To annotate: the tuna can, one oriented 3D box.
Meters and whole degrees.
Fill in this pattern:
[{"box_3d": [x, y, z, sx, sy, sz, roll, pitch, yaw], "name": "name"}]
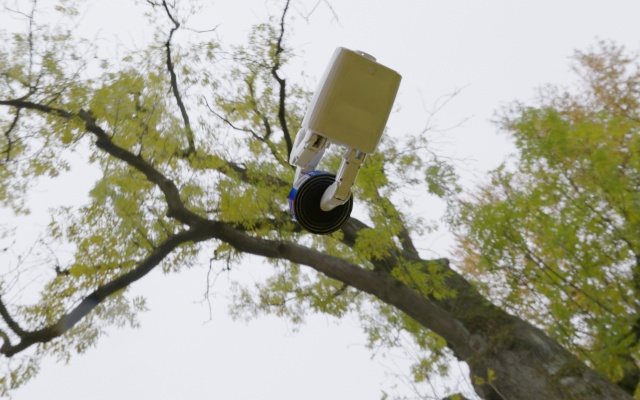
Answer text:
[{"box_3d": [0.000, 0.002, 0.659, 0.086, 0.086, 0.033, 0, 12, -19], "name": "tuna can"}]
